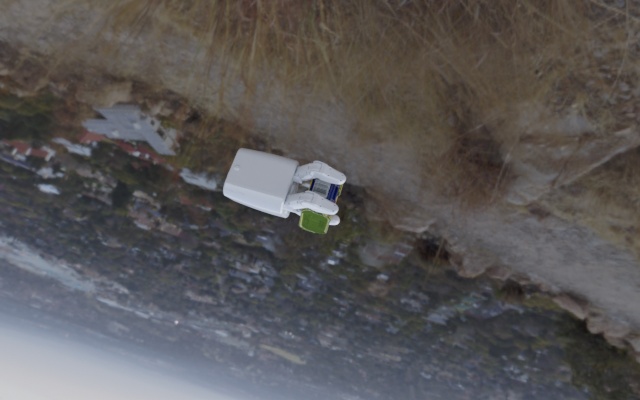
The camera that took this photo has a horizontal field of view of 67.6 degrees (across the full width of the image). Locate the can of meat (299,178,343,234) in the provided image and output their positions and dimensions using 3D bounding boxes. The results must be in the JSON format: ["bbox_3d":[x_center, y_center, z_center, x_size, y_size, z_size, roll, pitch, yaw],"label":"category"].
[{"bbox_3d":[0.000,0.003,0.830,0.057,0.084,0.102,17,-23,2],"label":"can of meat"}]
